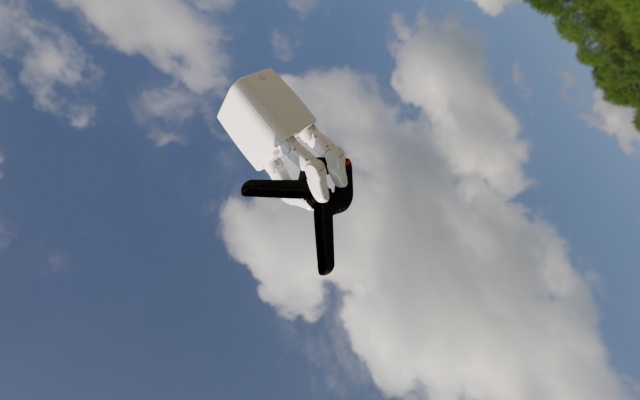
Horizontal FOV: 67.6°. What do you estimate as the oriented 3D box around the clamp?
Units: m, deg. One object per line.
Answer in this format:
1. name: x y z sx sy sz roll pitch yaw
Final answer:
1. clamp: 0.000 0.002 0.698 0.036 0.164 0.210 -38 0 42
